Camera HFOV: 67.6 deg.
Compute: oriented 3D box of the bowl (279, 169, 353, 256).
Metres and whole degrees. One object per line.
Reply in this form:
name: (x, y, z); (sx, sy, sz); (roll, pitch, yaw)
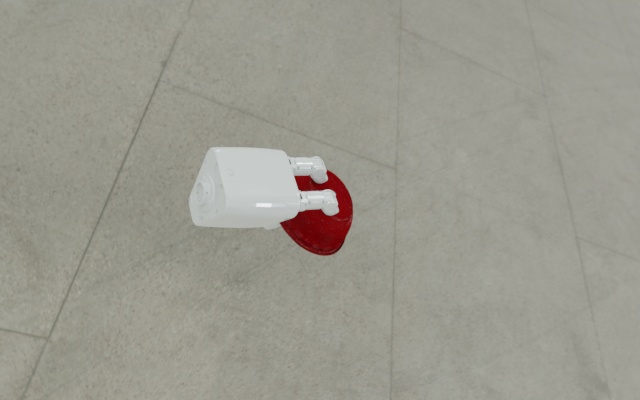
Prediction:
bowl: (0.001, 0.002, 0.749); (0.055, 0.162, 0.162); (-34, -21, 34)
